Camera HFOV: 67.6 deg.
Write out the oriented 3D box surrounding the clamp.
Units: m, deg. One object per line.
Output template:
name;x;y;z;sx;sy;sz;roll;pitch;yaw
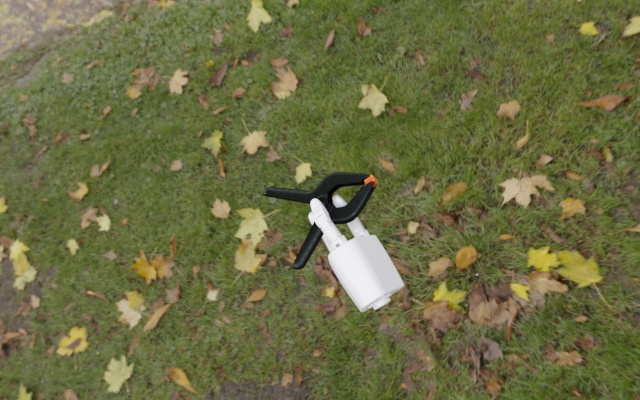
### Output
clamp;0.000;0.003;0.857;0.210;0.164;0.036;-35;-18;10
